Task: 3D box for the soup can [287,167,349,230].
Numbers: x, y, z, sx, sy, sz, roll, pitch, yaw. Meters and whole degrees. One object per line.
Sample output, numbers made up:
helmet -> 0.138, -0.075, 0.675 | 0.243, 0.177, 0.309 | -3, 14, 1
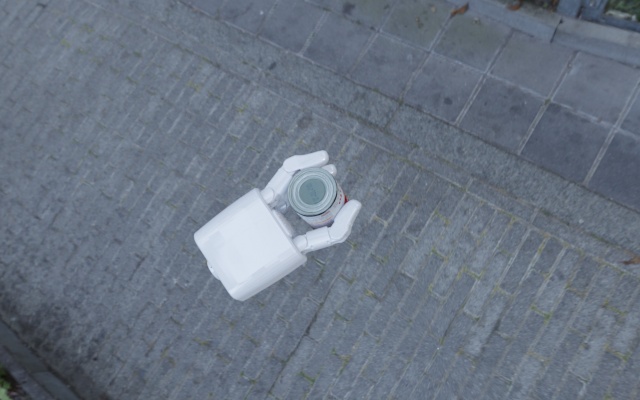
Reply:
soup can -> 0.001, 0.002, 0.646 | 0.068, 0.068, 0.102 | 0, -17, 14
